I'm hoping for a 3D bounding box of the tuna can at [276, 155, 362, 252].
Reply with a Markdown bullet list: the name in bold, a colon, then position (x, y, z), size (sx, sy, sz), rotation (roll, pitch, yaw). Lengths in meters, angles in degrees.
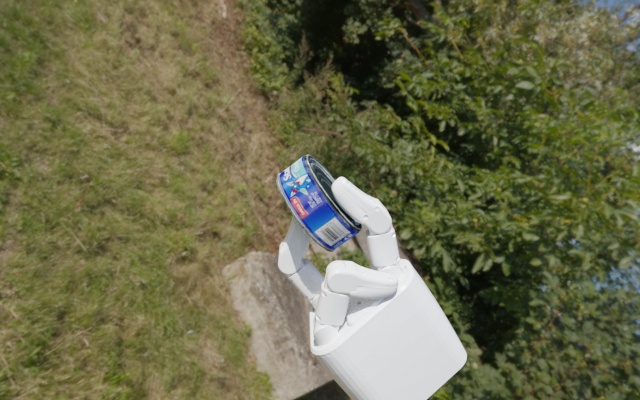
- **tuna can**: position (0.000, 0.001, 0.429), size (0.034, 0.086, 0.086), rotation (-36, -9, 12)
